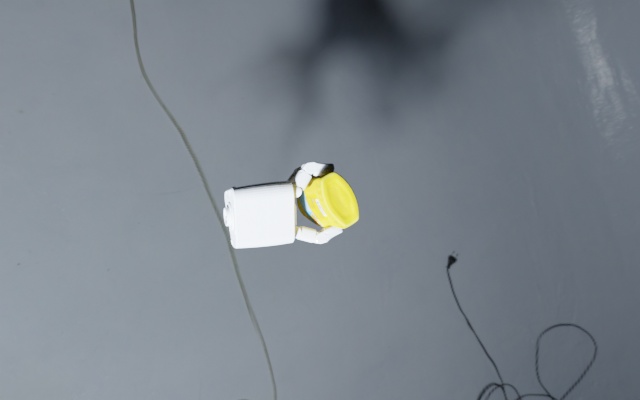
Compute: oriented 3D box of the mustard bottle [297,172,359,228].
[{"bbox_3d":[0.001,0.003,0.877,0.058,0.096,0.191,-32,9,-19],"label":"mustard bottle"}]
